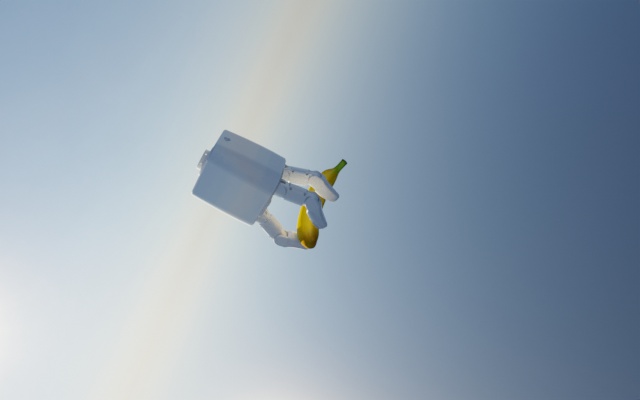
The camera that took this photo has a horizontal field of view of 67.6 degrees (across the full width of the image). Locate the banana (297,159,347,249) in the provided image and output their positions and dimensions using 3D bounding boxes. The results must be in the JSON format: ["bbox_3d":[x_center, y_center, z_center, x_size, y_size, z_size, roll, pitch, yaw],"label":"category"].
[{"bbox_3d":[-0.008,0.009,0.789,0.037,0.197,0.070,31,-41,-13],"label":"banana"}]
